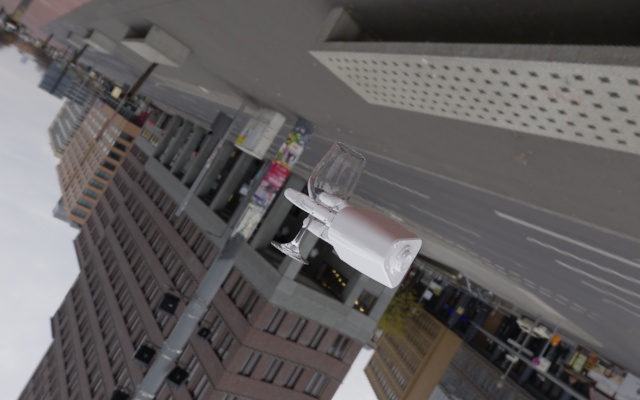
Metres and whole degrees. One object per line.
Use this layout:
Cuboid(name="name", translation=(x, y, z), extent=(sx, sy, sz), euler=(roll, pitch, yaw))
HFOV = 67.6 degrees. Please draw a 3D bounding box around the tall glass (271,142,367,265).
Cuboid(name="tall glass", translation=(0.000, 0.003, 0.798), extent=(0.079, 0.201, 0.079), euler=(31, -1, 1))
